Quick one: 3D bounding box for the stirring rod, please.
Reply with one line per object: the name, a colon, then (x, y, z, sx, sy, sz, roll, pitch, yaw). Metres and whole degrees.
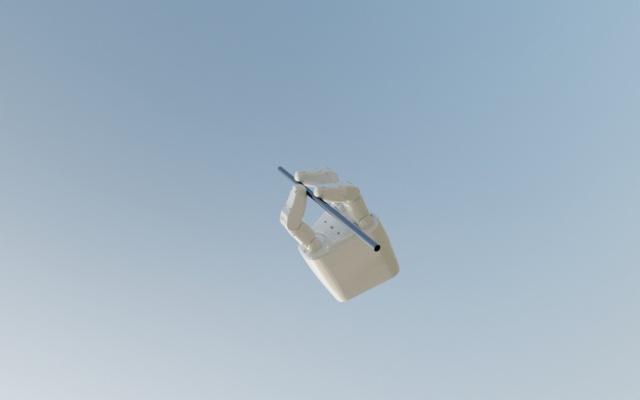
stirring rod: (0.000, 0.002, 0.574, 0.011, 0.011, 0.239, 0, 23, -31)
